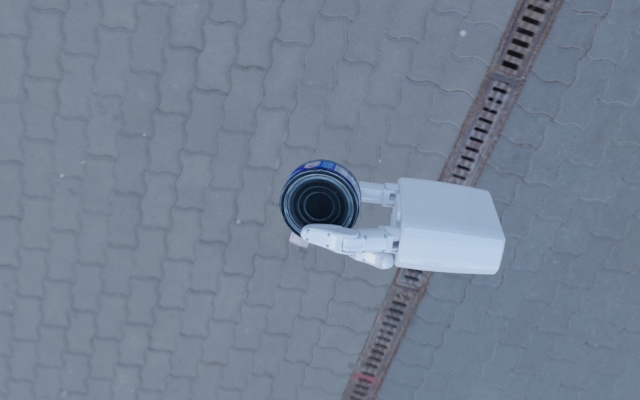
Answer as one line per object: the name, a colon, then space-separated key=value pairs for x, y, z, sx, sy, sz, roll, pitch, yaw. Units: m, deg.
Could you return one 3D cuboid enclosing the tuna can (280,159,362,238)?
tuna can: x=0.000 y=0.002 z=0.510 sx=0.086 sy=0.086 sz=0.033 roll=0 pitch=21 yaw=8
